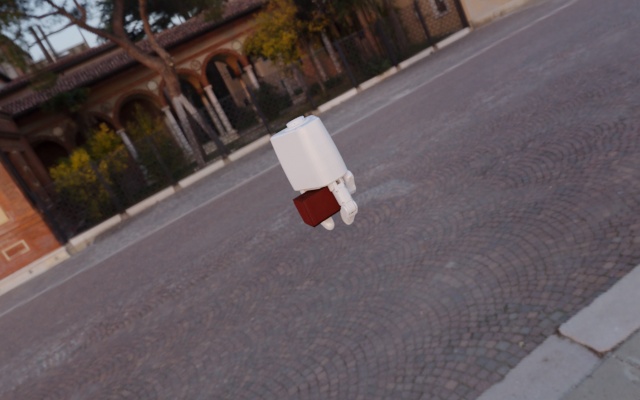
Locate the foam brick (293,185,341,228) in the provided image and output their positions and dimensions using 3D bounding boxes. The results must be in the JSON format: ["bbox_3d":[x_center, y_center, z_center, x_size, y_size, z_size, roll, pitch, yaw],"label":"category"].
[{"bbox_3d":[0.000,0.003,0.837,0.078,0.051,0.053,-33,16,-17],"label":"foam brick"}]
